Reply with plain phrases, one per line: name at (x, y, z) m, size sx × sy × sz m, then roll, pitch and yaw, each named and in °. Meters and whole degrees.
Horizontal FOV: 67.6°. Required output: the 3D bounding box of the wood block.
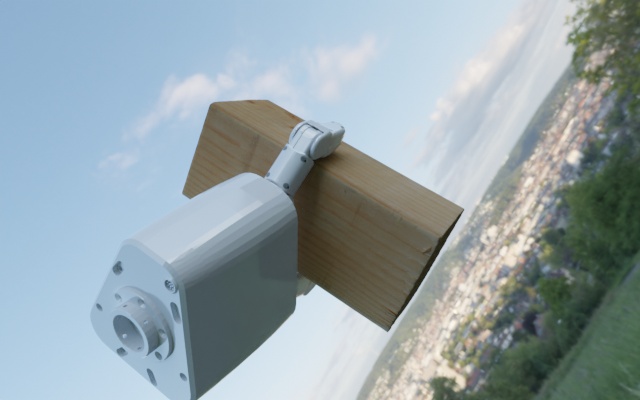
wood block at (0.000, 0.001, 0.400) m, size 0.206 × 0.091 × 0.090 m, roll 32°, pitch 24°, yaw 17°
